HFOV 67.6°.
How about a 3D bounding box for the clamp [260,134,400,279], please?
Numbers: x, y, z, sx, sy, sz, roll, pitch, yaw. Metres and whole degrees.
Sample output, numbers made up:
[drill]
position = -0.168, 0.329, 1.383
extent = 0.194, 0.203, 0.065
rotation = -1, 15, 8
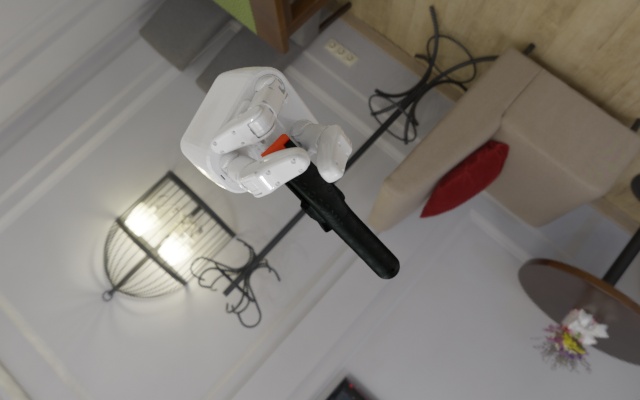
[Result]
[clamp]
position = 0.000, 0.002, 0.454
extent = 0.171, 0.039, 0.120
rotation = 51, -15, -31
